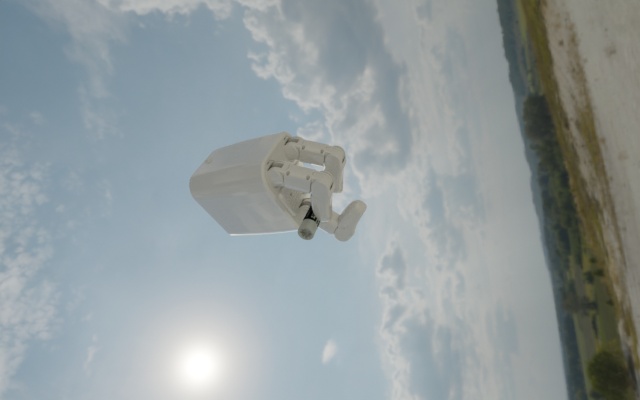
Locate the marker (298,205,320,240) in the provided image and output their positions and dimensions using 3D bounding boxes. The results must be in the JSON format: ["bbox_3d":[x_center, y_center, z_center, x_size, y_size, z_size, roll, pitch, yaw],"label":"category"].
[{"bbox_3d":[0.000,0.002,0.566,0.020,0.020,0.121,0,35,20],"label":"marker"}]
